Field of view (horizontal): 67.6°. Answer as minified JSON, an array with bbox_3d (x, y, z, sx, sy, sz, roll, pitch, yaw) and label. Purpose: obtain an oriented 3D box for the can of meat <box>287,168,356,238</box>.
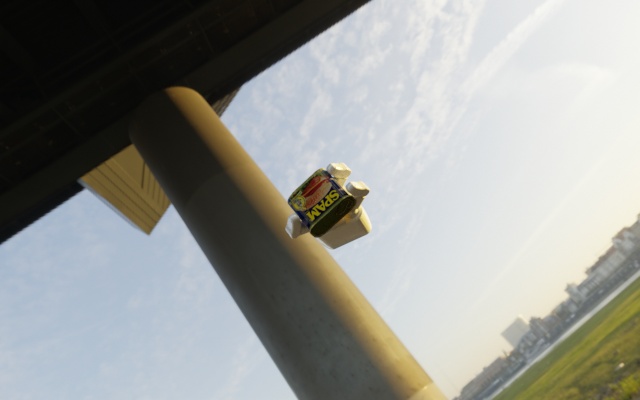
[{"bbox_3d":[0.000,0.003,0.880,0.084,0.102,0.057,49,3,28],"label":"can of meat"}]
